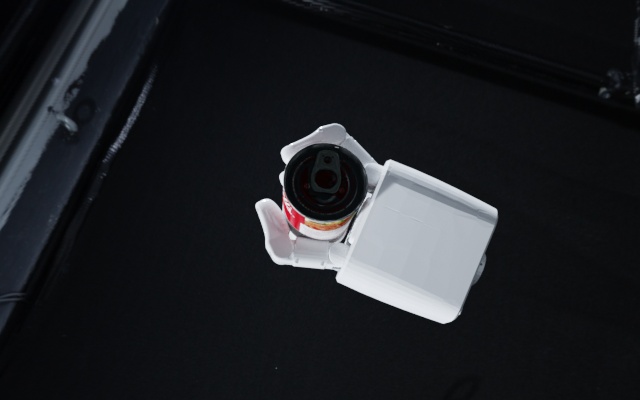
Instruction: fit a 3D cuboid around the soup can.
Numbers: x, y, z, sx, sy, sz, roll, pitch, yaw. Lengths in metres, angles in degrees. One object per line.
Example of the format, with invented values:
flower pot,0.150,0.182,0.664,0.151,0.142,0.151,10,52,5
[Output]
soup can,0.000,0.001,0.424,0.068,0.068,0.102,0,-19,-5
